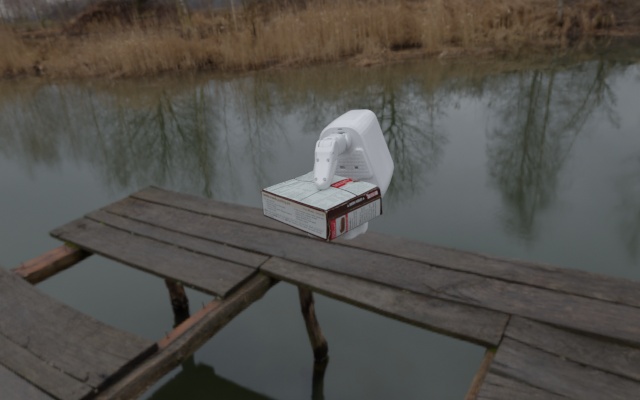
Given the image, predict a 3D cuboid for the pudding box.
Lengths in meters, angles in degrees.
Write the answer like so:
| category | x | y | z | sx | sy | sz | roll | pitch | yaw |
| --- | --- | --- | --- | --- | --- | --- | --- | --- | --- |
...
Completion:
| category | x | y | z | sx | sy | sz | roll | pitch | yaw |
| --- | --- | --- | --- | --- | --- | --- | --- | --- | --- |
| pudding box | 0.000 | 0.002 | 0.548 | 0.090 | 0.039 | 0.113 | -24 | 27 | -38 |
